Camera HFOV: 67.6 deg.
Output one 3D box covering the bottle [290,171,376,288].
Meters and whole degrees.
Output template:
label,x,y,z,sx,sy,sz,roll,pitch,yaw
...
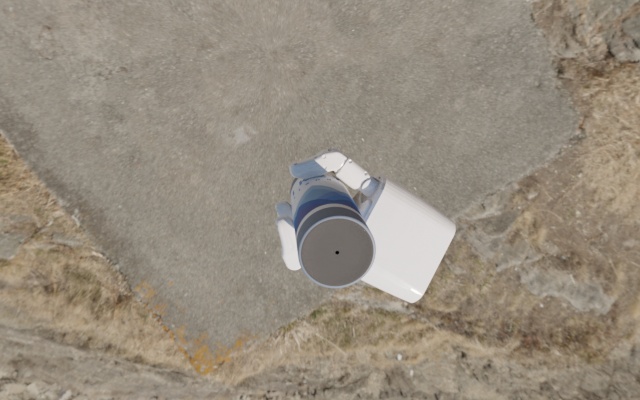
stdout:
label,x,y,z,sx,sy,sz,roll,pitch,yaw
bottle,0.000,0.002,0.540,0.069,0.069,0.295,0,17,-6
